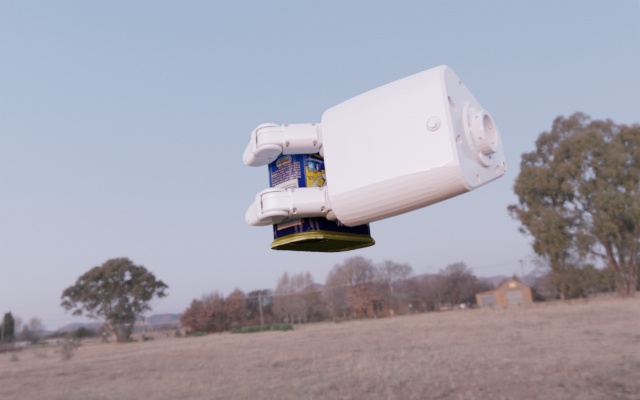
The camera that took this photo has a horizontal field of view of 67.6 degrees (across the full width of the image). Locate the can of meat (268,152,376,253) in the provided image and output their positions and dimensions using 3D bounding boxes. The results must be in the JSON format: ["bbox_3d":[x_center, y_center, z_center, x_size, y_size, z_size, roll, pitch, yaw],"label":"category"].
[{"bbox_3d":[0.000,0.001,0.439,0.057,0.084,0.102,-18,-18,40],"label":"can of meat"}]
